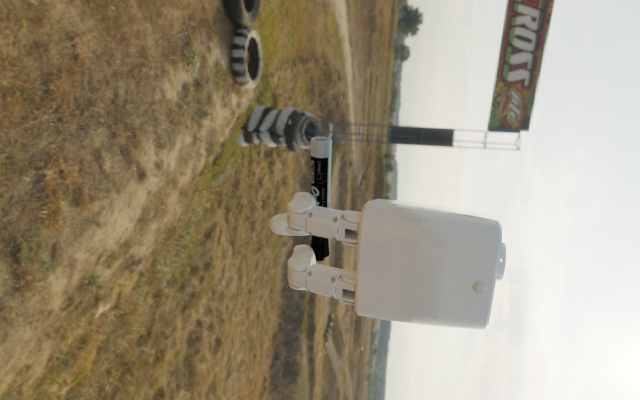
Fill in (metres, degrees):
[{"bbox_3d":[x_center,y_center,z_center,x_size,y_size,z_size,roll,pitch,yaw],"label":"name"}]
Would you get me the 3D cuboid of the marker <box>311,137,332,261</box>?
[{"bbox_3d":[0.000,0.001,0.447,0.020,0.121,0.020,1,21,0],"label":"marker"}]
